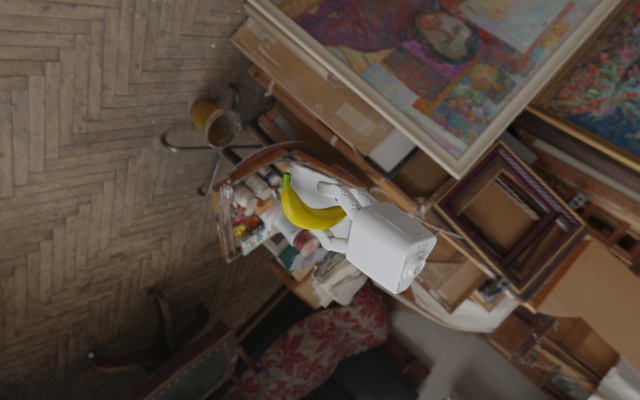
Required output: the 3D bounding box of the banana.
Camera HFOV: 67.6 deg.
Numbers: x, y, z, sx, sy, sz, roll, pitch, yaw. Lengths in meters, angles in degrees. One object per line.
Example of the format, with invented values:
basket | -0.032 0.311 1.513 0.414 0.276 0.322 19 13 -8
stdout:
banana | -0.011 0.018 0.807 0.037 0.069 0.198 32 1 35
